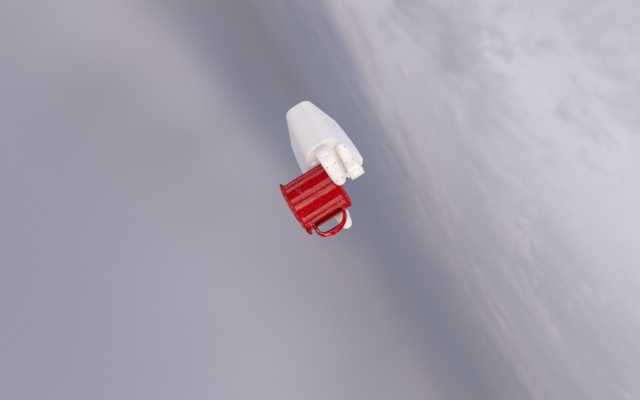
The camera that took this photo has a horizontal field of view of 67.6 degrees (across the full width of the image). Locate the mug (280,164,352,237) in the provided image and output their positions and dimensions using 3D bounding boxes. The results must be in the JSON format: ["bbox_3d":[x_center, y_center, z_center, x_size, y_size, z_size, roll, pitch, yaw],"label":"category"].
[{"bbox_3d":[0.001,0.003,0.733,0.081,0.117,0.093,-32,-34,4],"label":"mug"}]
